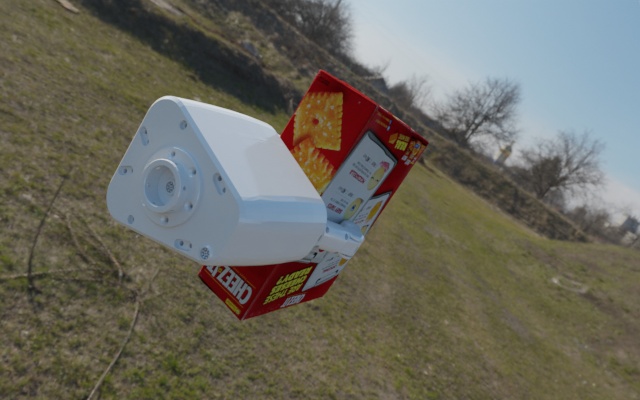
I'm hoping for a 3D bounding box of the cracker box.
[{"bbox_3d":[0.000,0.001,0.465,0.072,0.214,0.164,39,14,23],"label":"cracker box"}]
